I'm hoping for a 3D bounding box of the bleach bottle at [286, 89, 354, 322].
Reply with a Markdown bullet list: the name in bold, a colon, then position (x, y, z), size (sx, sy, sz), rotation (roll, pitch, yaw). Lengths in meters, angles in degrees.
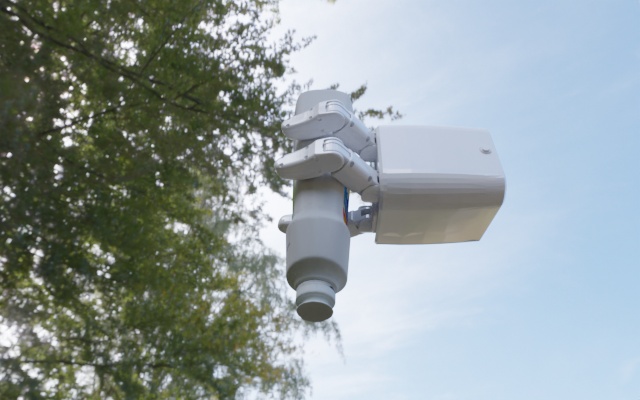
- **bleach bottle**: position (0.000, 0.001, 0.452), size (0.068, 0.250, 0.103), rotation (1, -45, 2)
